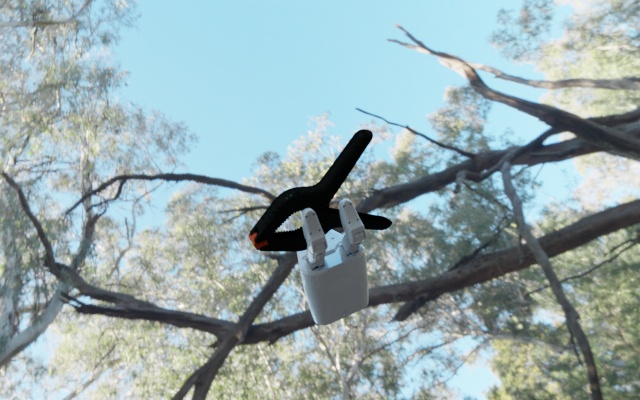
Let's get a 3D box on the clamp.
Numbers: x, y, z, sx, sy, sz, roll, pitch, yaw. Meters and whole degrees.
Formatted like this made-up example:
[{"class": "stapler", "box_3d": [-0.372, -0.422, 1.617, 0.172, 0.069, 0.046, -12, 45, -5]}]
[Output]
[{"class": "clamp", "box_3d": [-0.001, 0.002, 0.648, 0.210, 0.165, 0.036, -20, 31, -17]}]
